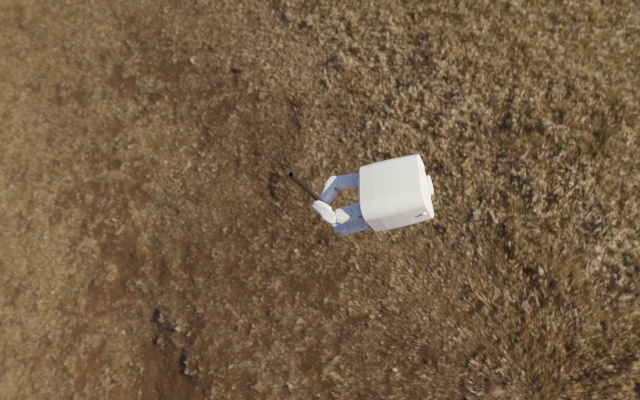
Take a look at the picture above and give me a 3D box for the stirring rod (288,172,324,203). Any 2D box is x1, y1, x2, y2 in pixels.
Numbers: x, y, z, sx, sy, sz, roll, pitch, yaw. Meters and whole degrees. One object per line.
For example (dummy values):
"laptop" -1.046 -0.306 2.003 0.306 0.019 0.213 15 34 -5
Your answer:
"stirring rod" 0.000 0.003 0.844 0.011 0.011 0.240 0 -21 25
